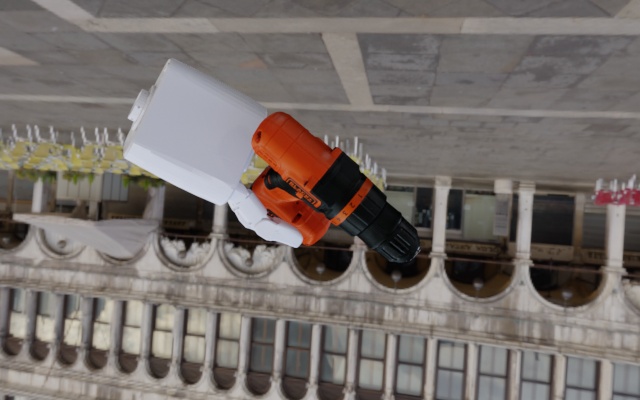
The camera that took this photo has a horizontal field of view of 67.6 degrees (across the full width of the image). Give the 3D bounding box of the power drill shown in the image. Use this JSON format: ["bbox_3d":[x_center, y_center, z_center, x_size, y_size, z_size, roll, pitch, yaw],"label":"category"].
[{"bbox_3d":[0.000,0.002,0.498,0.184,0.057,0.188,42,-19,-5],"label":"power drill"}]
